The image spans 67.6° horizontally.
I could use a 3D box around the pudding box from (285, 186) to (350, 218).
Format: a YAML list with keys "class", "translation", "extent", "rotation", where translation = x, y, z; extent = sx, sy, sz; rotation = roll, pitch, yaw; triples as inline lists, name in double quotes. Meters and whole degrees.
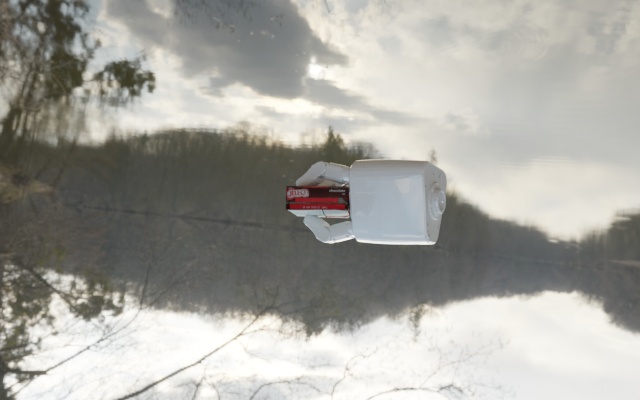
- class: "pudding box"
  translation: [0.000, 0.002, 0.706]
  extent: [0.090, 0.039, 0.113]
  rotation: [2, -8, 5]
